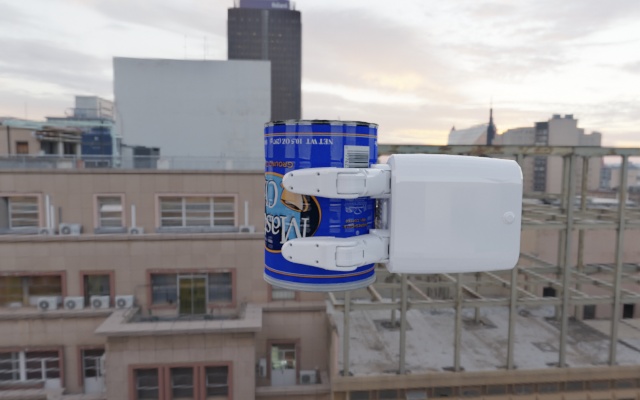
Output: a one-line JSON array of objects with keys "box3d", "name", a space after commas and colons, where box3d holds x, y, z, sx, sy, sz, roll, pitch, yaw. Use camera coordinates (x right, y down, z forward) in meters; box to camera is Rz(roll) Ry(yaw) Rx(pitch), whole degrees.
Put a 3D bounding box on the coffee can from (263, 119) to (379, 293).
[{"box3d": [0.000, 0.002, 0.433, 0.103, 0.140, 0.103, 1, 5, 0], "name": "coffee can"}]
